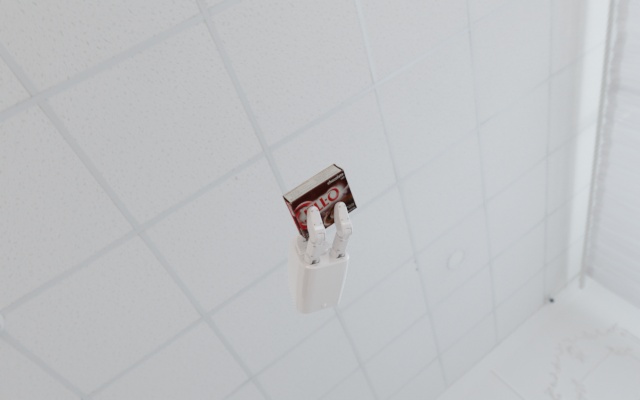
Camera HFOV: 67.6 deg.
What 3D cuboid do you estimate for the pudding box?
[{"bbox_3d":[0.000,0.003,0.833,0.113,0.090,0.039,-35,40,-15],"label":"pudding box"}]
